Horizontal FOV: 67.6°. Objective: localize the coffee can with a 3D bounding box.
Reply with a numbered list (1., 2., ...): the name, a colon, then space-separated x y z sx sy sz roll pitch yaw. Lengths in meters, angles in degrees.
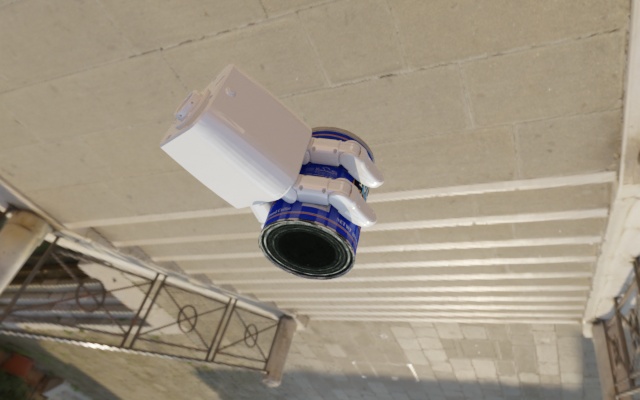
1. coffee can: 0.000 0.002 0.532 0.103 0.140 0.103 9 -40 8
